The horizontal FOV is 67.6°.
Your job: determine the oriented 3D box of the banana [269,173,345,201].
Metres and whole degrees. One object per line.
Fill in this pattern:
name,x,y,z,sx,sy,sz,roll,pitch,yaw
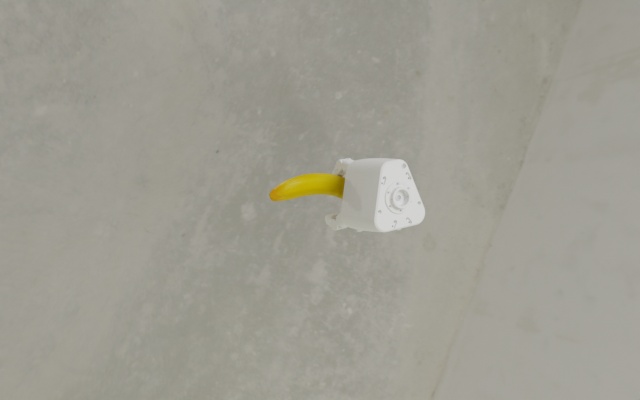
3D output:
banana,0.007,-0.015,0.847,0.198,0.069,0.037,13,2,-26
